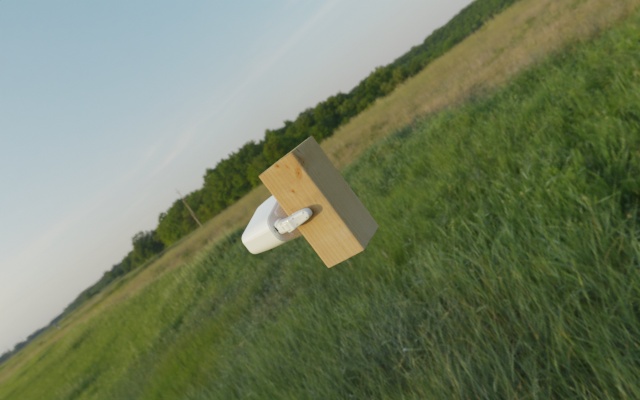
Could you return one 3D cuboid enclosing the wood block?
[{"bbox_3d":[0.000,0.003,0.850,0.090,0.206,0.090,-32,9,35],"label":"wood block"}]
